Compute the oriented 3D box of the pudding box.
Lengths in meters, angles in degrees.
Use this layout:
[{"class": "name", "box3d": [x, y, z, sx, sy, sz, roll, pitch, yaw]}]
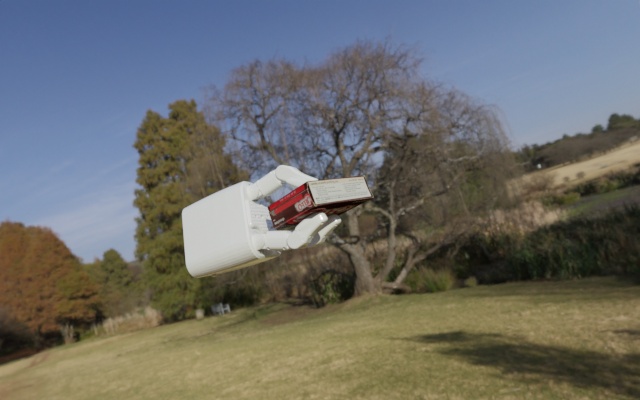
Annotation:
[{"class": "pudding box", "box3d": [0.000, 0.002, 0.637, 0.113, 0.039, 0.090, -11, -12, -44]}]
